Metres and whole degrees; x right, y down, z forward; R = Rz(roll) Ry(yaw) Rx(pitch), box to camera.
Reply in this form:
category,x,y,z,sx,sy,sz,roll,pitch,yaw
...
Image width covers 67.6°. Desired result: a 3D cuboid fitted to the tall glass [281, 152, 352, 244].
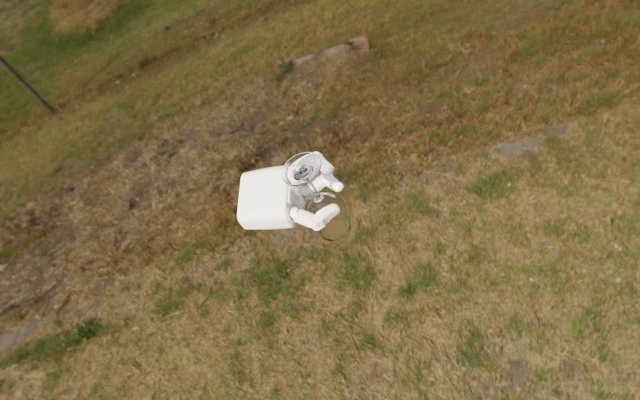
category,x,y,z,sx,sy,sz,roll,pitch,yaw
tall glass,0.000,0.003,0.891,0.079,0.079,0.201,0,-36,25
